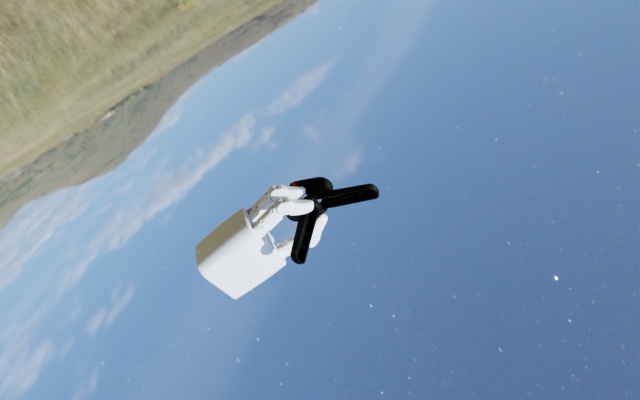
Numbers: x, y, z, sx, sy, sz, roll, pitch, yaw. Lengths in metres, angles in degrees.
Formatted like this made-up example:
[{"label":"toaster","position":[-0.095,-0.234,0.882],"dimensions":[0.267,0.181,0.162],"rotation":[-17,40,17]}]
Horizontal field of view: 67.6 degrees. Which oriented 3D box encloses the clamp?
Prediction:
[{"label":"clamp","position":[0.000,0.003,0.780],"dimensions":[0.164,0.036,0.210],"rotation":[-37,27,2]}]
